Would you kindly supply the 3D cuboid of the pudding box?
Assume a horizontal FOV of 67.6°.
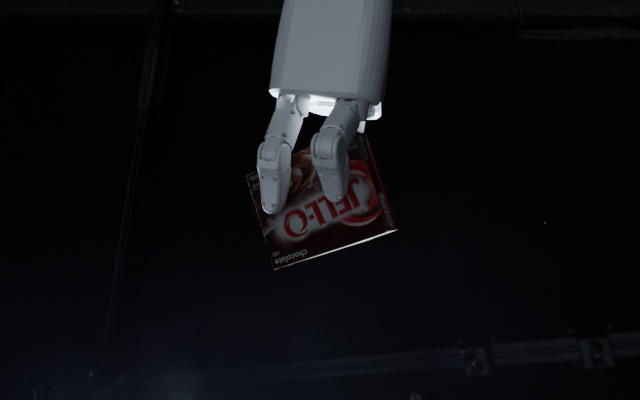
[{"bbox_3d":[0.000,0.001,0.418,0.113,0.090,0.039,-22,-10,23],"label":"pudding box"}]
